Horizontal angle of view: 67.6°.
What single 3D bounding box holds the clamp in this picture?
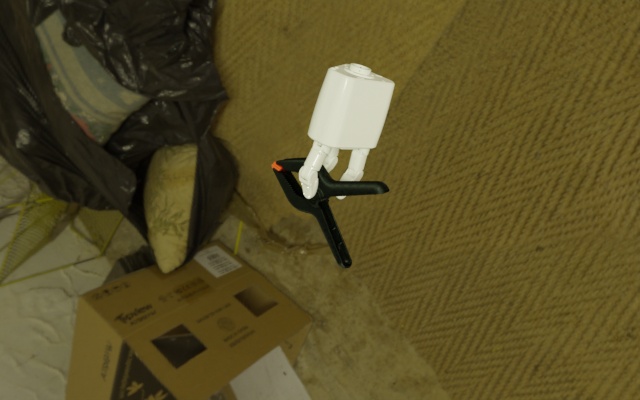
[{"bbox_3d":[-0.001,0.002,0.779,0.210,0.165,0.036,31,29,27],"label":"clamp"}]
